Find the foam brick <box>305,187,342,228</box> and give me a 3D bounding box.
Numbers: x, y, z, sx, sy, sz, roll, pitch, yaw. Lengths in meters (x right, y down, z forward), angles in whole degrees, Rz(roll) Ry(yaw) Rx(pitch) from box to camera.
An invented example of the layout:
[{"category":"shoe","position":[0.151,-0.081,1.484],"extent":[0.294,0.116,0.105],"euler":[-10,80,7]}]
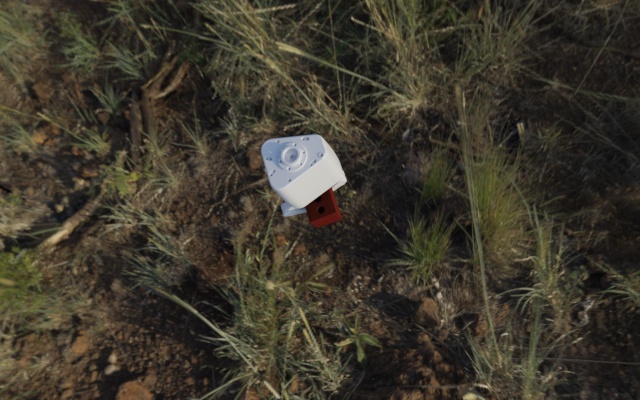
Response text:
[{"category":"foam brick","position":[0.000,0.003,0.874],"extent":[0.053,0.078,0.051],"euler":[-21,-19,8]}]
